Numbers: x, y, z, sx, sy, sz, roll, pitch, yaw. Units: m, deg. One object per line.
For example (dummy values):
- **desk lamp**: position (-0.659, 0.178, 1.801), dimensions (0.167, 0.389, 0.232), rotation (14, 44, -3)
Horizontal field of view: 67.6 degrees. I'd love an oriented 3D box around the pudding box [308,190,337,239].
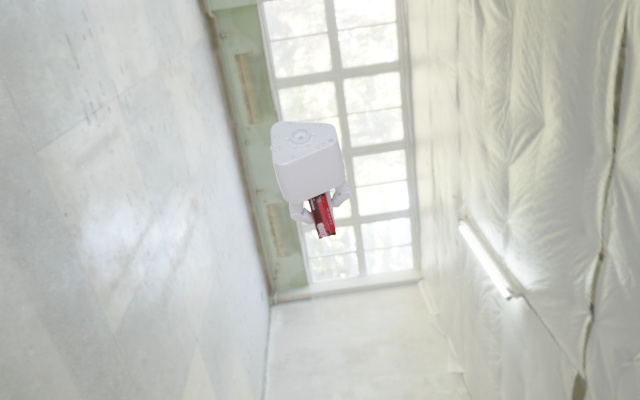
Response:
- **pudding box**: position (0.000, 0.003, 0.873), dimensions (0.039, 0.090, 0.113), rotation (-11, 27, 5)
